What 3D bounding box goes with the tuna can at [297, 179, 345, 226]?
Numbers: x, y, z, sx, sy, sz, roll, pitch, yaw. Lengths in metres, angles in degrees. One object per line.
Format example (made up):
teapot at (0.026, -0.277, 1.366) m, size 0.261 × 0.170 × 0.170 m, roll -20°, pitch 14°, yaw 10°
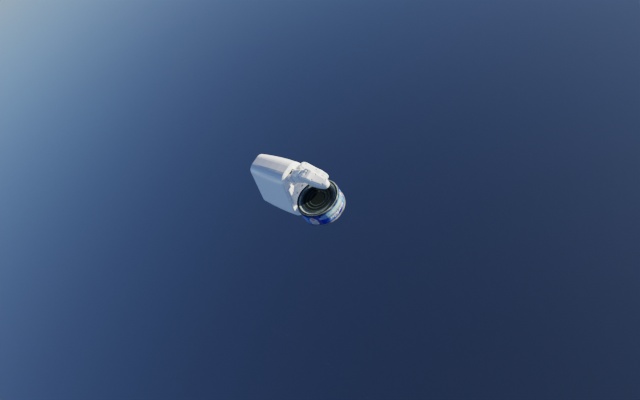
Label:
tuna can at (0.000, 0.003, 0.882) m, size 0.086 × 0.086 × 0.034 m, roll 0°, pitch -34°, yaw 28°
